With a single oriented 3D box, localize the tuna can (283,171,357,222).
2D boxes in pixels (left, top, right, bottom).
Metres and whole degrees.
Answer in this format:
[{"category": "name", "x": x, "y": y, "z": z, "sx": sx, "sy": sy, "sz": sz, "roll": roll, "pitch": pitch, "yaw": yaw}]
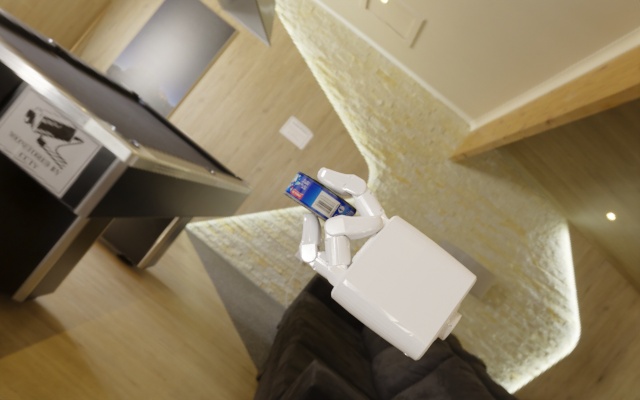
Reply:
[{"category": "tuna can", "x": 0.000, "y": 0.001, "z": 0.566, "sx": 0.086, "sy": 0.034, "sz": 0.086, "roll": 34, "pitch": -2, "yaw": 1}]
